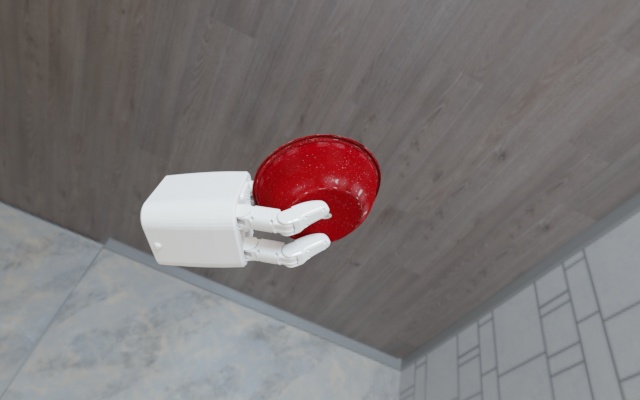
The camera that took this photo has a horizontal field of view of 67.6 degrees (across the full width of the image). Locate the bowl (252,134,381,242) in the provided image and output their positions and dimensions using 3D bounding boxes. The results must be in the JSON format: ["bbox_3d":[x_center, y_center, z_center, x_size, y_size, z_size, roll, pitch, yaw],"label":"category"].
[{"bbox_3d":[0.001,0.002,0.573,0.162,0.162,0.055,0,42,-12],"label":"bowl"}]
